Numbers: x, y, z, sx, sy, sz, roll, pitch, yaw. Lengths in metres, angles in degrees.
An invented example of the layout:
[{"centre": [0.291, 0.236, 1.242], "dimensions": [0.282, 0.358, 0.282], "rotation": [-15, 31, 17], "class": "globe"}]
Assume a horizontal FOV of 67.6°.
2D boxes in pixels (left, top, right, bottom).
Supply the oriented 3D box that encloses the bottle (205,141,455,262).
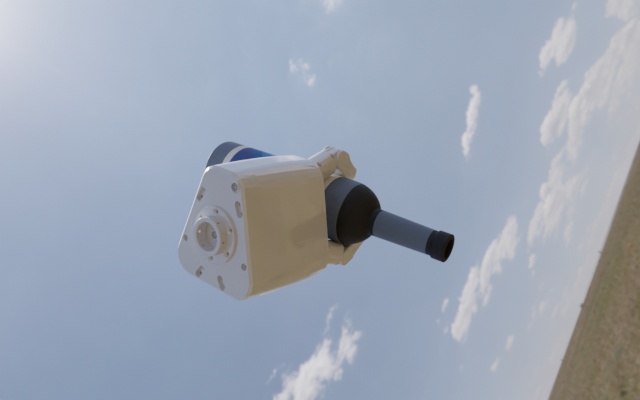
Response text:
[{"centre": [0.000, 0.002, 0.515], "dimensions": [0.295, 0.069, 0.069], "rotation": [20, 11, 32], "class": "bottle"}]
